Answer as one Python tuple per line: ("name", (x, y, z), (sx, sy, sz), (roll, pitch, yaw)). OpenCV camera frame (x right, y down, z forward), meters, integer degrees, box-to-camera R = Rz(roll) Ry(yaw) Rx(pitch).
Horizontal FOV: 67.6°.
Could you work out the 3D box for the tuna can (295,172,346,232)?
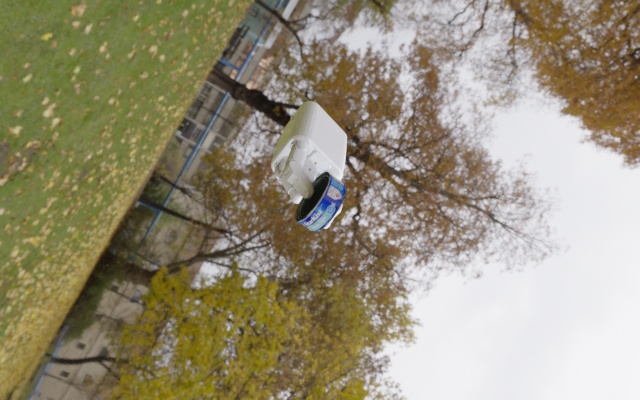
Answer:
("tuna can", (0.001, 0.003, 0.701), (0.034, 0.086, 0.086), (33, -11, -17))
